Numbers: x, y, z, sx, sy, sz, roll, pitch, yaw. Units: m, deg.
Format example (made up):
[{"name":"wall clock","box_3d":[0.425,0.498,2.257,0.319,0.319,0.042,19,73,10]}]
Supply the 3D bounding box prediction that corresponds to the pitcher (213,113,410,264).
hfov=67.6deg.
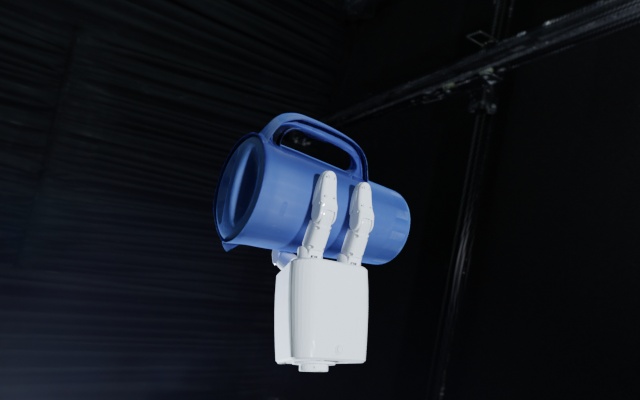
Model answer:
[{"name":"pitcher","box_3d":[0.000,0.002,0.612,0.243,0.145,0.149,16,-26,-32]}]
